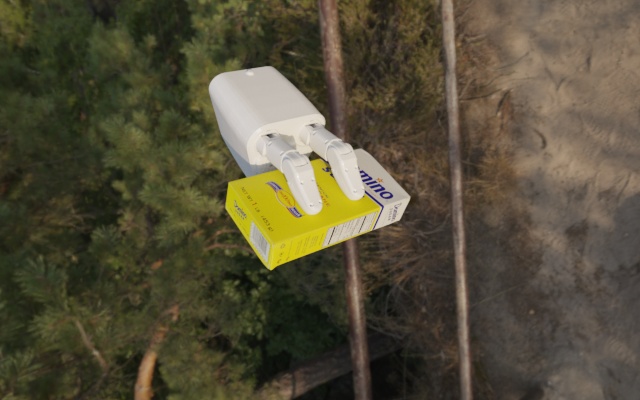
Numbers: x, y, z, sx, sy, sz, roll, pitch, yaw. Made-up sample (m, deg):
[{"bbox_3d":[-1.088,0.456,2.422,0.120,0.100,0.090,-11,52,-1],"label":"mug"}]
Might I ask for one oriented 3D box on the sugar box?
[{"bbox_3d":[0.000,0.001,0.508,0.176,0.048,0.093,-20,55,-30],"label":"sugar box"}]
